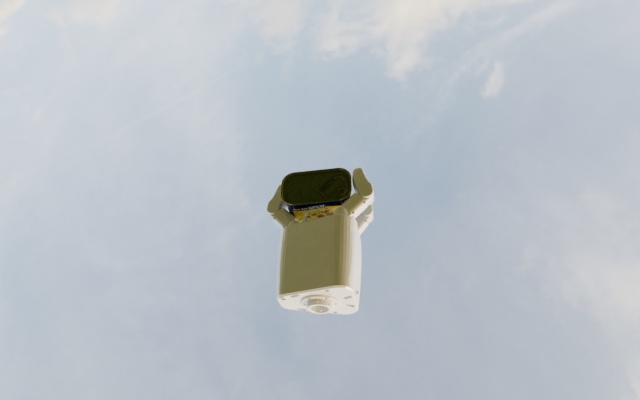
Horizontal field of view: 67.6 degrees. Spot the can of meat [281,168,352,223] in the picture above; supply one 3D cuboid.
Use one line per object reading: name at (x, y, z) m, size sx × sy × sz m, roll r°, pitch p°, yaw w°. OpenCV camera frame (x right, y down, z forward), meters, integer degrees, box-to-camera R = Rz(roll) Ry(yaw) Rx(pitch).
can of meat at (0.000, 0.002, 0.711) m, size 0.102 × 0.057 × 0.084 m, roll -6°, pitch -36°, yaw 7°
